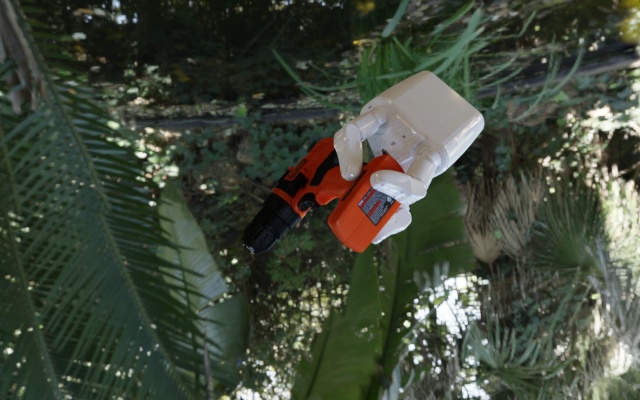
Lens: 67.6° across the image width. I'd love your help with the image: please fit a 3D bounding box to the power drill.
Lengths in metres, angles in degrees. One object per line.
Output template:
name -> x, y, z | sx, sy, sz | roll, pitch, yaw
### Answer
power drill -> 0.001, 0.002, 0.560 | 0.057, 0.184, 0.187 | 46, -16, -29
